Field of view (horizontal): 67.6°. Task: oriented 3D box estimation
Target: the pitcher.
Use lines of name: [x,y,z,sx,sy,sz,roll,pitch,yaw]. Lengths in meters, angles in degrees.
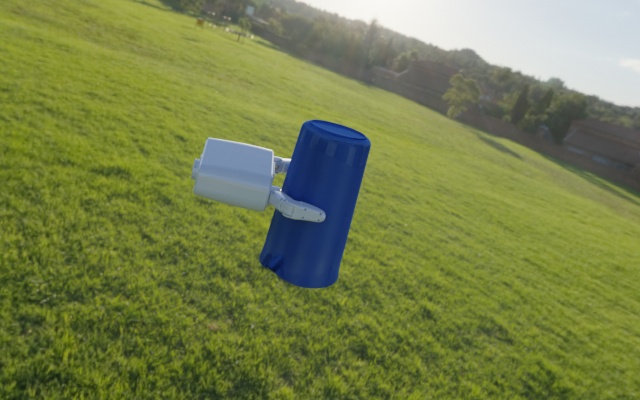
pitcher: [0.000,0.002,0.756,0.145,0.243,0.149,12,19,-12]
